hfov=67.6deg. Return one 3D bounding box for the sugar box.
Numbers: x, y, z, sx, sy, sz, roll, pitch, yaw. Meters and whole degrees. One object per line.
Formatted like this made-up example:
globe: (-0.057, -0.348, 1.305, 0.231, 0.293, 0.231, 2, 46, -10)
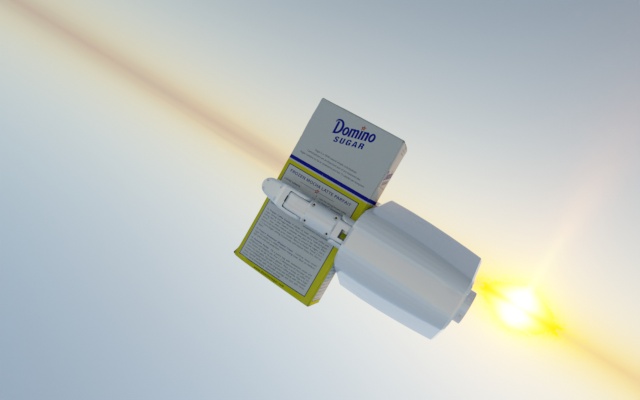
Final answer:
sugar box: (0.000, 0.002, 0.462, 0.093, 0.176, 0.048, 32, 2, 16)
